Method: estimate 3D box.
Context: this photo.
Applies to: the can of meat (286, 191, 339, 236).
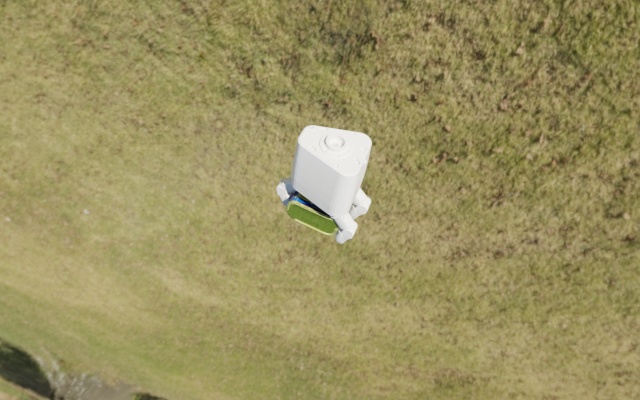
[{"bbox_3d":[0.000,0.003,0.835,0.102,0.084,0.057,24,-35,5],"label":"can of meat"}]
